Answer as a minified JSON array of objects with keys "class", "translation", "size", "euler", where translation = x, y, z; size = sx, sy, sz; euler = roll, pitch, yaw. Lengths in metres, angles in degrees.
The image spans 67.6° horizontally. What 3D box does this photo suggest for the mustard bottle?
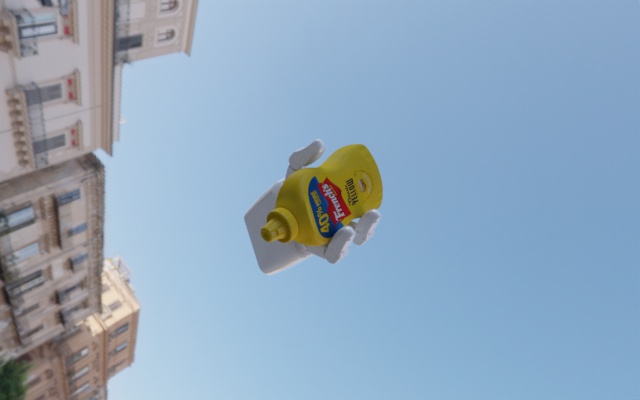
[{"class":"mustard bottle","translation":[0.000,0.002,0.595],"size":[0.058,0.096,0.191],"euler":[2,24,45]}]
